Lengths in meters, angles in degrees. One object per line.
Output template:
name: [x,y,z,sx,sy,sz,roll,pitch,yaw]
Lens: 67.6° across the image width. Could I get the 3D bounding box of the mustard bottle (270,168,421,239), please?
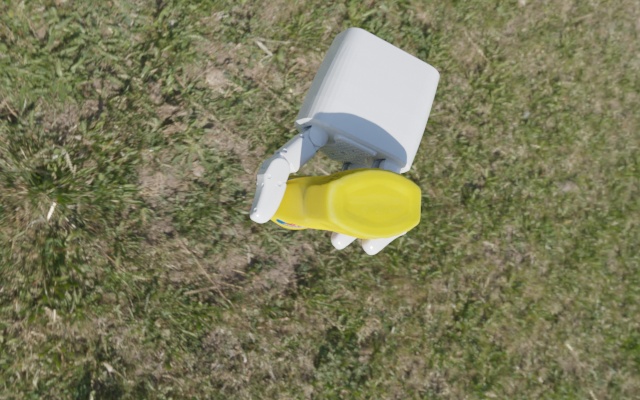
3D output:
mustard bottle: [0.000,0.002,0.462,0.096,0.058,0.191,0,0,-30]
